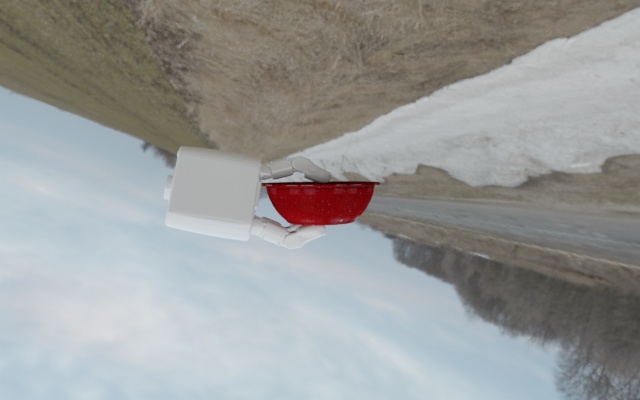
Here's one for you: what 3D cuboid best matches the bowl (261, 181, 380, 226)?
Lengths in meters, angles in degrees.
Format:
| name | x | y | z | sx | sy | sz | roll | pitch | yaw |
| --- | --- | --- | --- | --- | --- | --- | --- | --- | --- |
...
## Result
| name | x | y | z | sx | sy | sz | roll | pitch | yaw |
| --- | --- | --- | --- | --- | --- | --- | --- | --- | --- |
| bowl | 0.001 | 0.003 | 0.650 | 0.162 | 0.055 | 0.162 | -1 | 3 | 0 |
